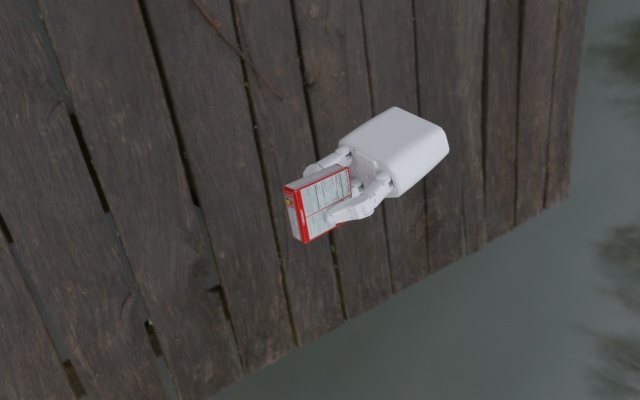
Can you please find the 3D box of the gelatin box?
[{"bbox_3d":[0.000,0.002,0.607,0.089,0.073,0.030,-26,30,-32],"label":"gelatin box"}]
